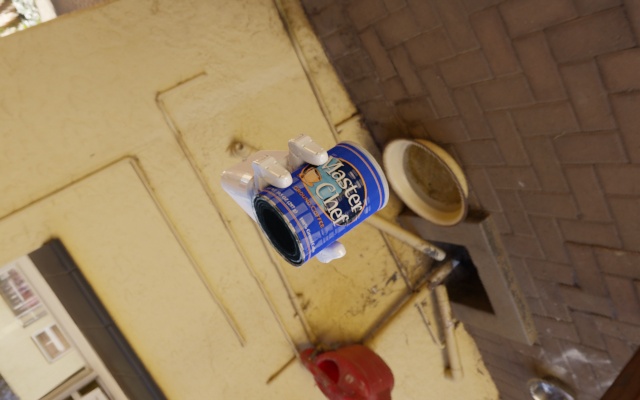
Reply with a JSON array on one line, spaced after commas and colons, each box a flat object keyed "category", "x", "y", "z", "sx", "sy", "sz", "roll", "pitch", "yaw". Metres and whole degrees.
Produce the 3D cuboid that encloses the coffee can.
[{"category": "coffee can", "x": 0.000, "y": 0.002, "z": 0.596, "sx": 0.140, "sy": 0.103, "sz": 0.103, "roll": -34, "pitch": 15, "yaw": -24}]
